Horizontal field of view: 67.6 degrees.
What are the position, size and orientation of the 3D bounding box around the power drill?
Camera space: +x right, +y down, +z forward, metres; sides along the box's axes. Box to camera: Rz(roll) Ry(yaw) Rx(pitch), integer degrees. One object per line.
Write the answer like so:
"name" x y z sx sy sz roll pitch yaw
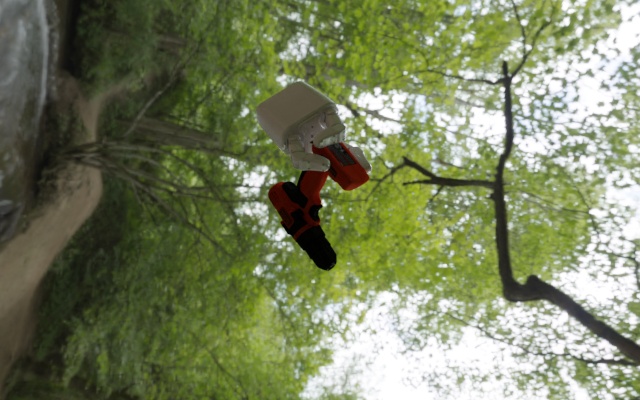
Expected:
"power drill" 0.000 0.002 0.798 0.057 0.184 0.188 -16 -28 -47
